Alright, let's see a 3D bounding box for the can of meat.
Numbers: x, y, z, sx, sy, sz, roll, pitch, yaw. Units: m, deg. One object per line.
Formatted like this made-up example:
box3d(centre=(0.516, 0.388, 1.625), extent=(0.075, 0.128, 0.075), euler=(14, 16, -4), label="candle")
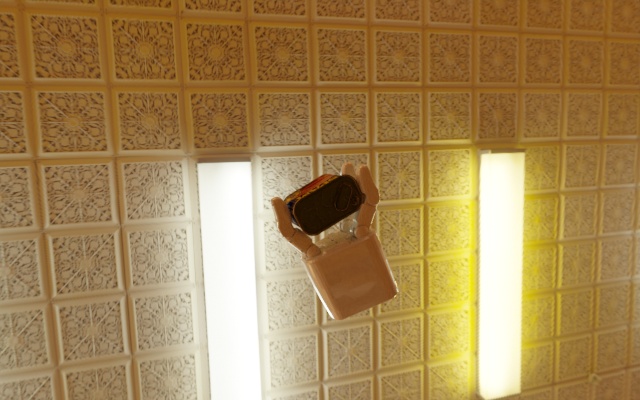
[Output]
box3d(centre=(0.000, 0.002, 0.701), extent=(0.102, 0.057, 0.084), euler=(-31, 14, -12), label="can of meat")
